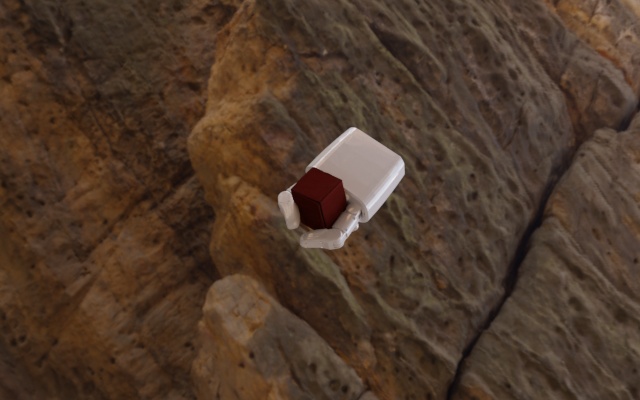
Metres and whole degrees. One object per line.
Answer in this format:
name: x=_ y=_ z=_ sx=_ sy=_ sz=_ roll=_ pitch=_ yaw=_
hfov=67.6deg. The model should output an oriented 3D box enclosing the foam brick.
foam brick: x=0.000 y=0.002 z=0.666 sx=0.053 sy=0.051 sz=0.078 roll=28 pitch=-29 yaw=30
